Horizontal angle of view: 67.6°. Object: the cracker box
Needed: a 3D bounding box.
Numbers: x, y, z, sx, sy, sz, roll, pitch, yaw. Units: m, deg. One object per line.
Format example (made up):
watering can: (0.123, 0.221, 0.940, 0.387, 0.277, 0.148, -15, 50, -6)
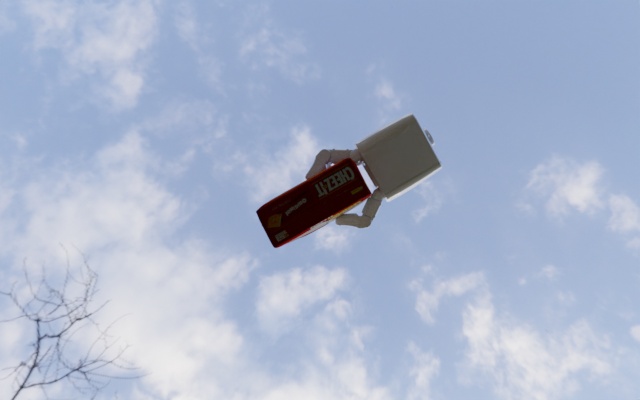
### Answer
cracker box: (0.000, 0.003, 0.790, 0.164, 0.072, 0.213, -30, -4, 6)
